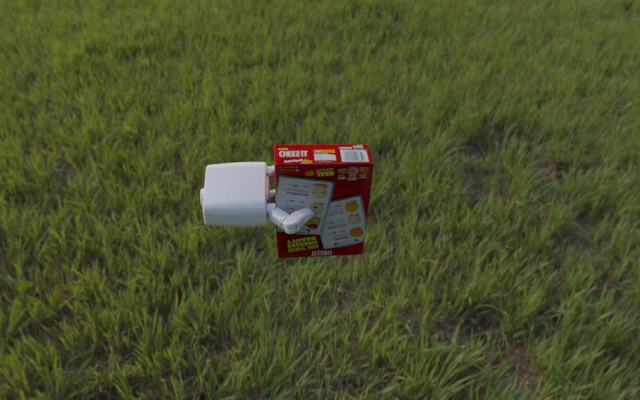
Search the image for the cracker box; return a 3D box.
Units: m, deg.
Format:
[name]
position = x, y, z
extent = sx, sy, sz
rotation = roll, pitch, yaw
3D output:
[cracker box]
position = 0.000, 0.003, 0.854
extent = 0.164, 0.214, 0.072
rotation = -2, 40, -5
